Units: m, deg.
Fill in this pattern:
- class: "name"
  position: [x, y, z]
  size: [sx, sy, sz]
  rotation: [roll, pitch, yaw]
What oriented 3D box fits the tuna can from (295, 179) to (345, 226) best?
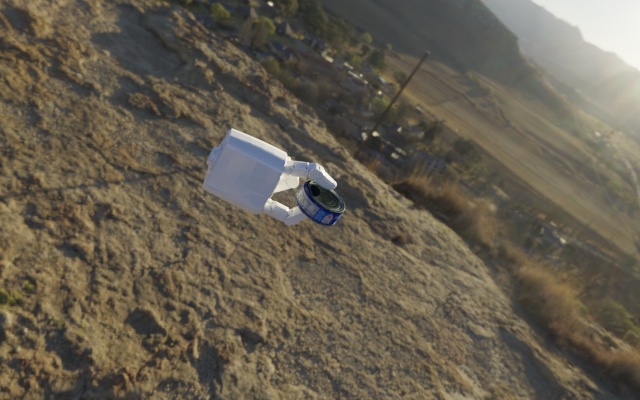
- class: "tuna can"
  position: [0.001, 0.002, 0.829]
  size: [0.086, 0.034, 0.086]
  rotation: [30, 28, -17]
